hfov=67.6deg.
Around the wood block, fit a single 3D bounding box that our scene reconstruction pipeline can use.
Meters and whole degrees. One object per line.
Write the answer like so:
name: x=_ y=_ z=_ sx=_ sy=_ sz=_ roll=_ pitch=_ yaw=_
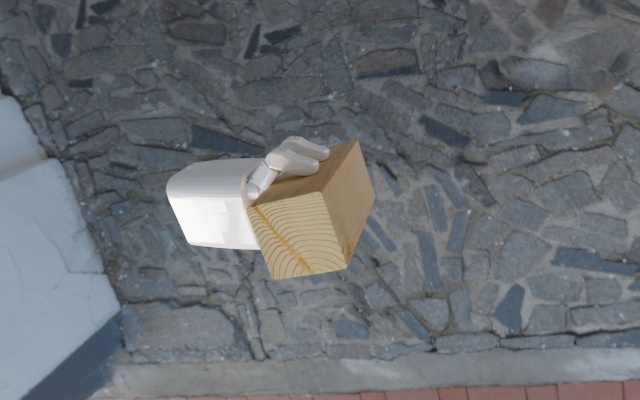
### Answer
wood block: x=0.000 y=0.002 z=0.589 sx=0.090 sy=0.091 sz=0.206 roll=-12 pitch=18 yaw=20
